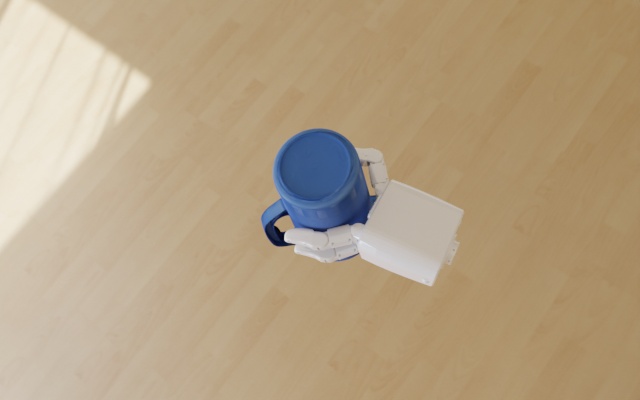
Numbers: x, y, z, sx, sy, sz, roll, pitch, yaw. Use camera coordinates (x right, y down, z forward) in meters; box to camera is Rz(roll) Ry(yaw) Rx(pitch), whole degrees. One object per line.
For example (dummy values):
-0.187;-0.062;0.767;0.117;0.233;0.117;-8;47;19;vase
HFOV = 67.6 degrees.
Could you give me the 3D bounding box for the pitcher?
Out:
0.000;0.002;0.681;0.145;0.149;0.243;23;-14;16;pitcher
